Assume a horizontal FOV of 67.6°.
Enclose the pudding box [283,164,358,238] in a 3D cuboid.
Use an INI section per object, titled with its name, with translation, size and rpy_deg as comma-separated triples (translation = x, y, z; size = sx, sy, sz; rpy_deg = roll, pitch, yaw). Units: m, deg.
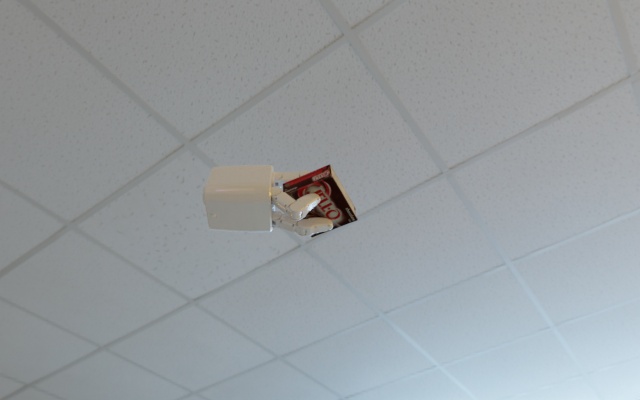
[pudding box]
translation = 0.000, 0.003, 0.805
size = 0.090, 0.039, 0.114
rpy_deg = -21, -49, 15
